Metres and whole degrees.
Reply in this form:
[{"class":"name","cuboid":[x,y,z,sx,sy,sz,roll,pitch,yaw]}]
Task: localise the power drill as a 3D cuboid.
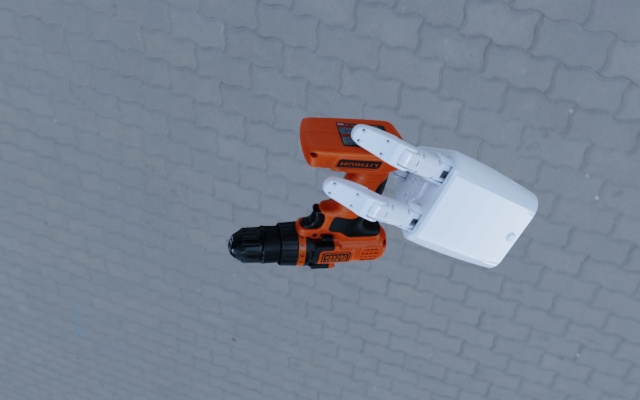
[{"class":"power drill","cuboid":[0.000,0.001,0.505,0.184,0.057,0.188,-2,-42,-17]}]
